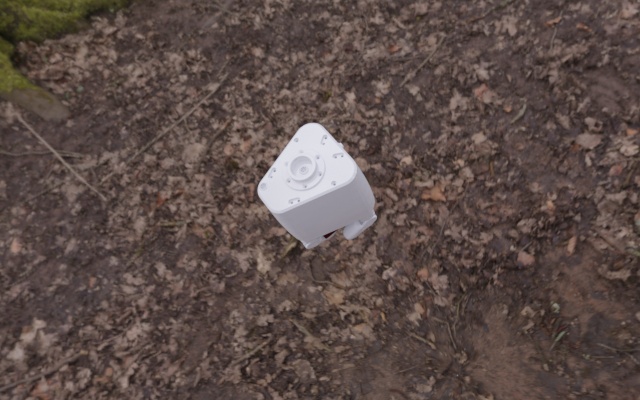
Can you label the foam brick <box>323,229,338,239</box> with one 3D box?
[{"bbox_3d":[0.000,0.002,0.645,0.053,0.078,0.051,-39,-25,-2],"label":"foam brick"}]
